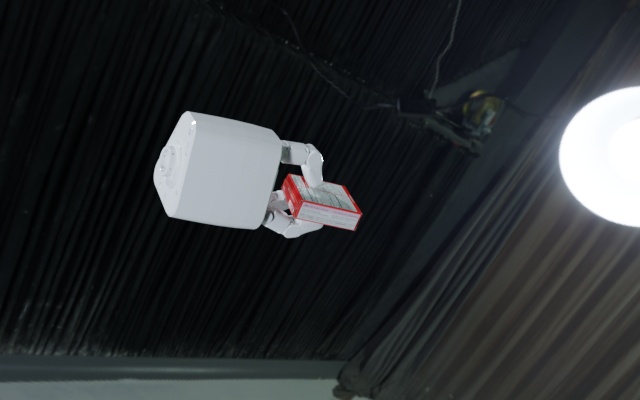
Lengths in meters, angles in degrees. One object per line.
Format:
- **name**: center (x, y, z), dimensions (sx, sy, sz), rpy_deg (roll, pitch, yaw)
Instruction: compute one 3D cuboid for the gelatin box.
- **gelatin box**: center (0.001, 0.002, 0.617), dimensions (0.089, 0.030, 0.073), rpy_deg (12, 26, -24)
